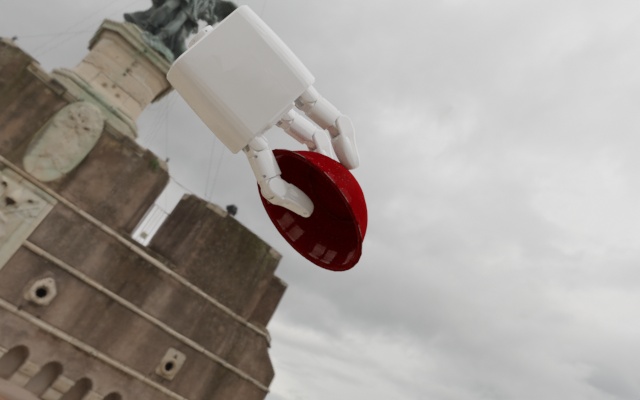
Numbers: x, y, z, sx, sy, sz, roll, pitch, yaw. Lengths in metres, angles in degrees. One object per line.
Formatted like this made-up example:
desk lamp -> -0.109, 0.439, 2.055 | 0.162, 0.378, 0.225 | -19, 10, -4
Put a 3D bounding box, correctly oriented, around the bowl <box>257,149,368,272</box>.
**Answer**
bowl -> 0.001, 0.003, 0.552 | 0.055, 0.162, 0.162 | -37, 22, -33
